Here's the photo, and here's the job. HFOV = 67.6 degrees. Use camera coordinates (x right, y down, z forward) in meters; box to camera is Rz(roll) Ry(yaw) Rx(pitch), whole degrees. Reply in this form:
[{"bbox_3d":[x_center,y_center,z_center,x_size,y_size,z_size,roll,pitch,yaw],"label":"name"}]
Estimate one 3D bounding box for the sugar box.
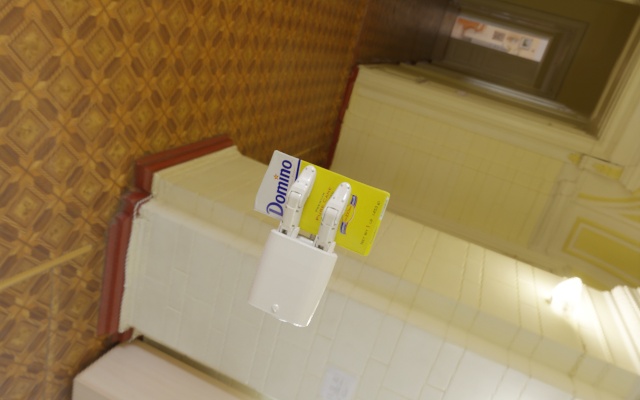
[{"bbox_3d":[0.000,0.002,0.673,0.176,0.093,0.048,21,0,14],"label":"sugar box"}]
